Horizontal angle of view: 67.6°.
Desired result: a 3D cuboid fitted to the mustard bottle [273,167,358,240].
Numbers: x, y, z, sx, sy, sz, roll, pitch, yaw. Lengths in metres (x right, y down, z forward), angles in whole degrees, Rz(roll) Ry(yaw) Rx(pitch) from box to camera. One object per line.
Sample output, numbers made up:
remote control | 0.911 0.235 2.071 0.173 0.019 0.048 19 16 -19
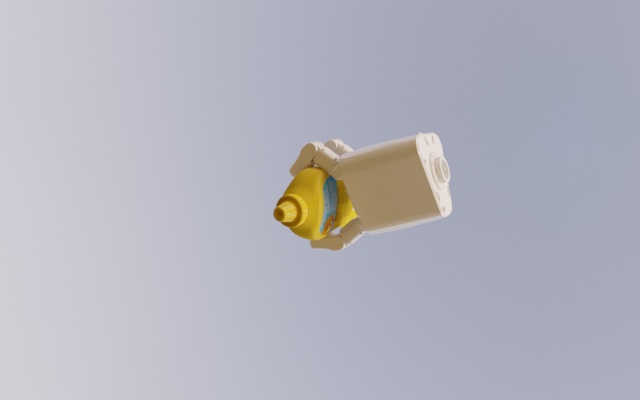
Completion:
mustard bottle | 0.000 0.002 0.642 0.058 0.096 0.191 13 15 28
